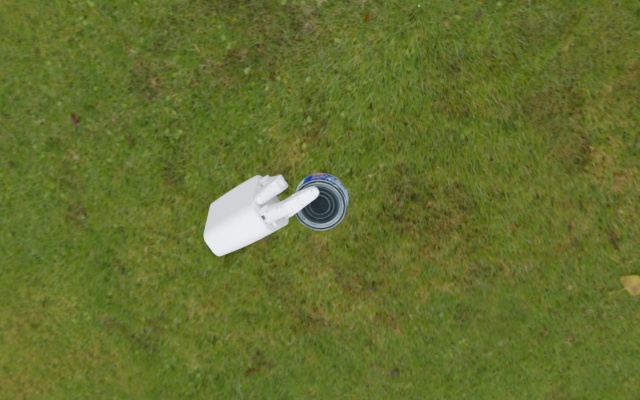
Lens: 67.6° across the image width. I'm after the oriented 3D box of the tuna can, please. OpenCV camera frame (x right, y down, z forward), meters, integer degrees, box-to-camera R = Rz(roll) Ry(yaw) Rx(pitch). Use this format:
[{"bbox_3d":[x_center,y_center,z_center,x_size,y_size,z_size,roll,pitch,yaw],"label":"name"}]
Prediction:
[{"bbox_3d":[0.000,0.003,0.744,0.086,0.086,0.033,0,19,6],"label":"tuna can"}]
